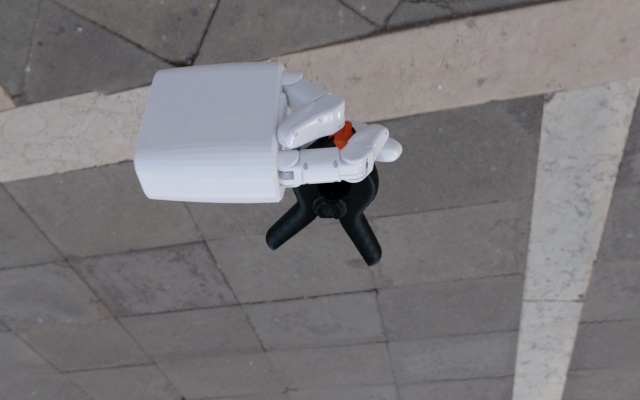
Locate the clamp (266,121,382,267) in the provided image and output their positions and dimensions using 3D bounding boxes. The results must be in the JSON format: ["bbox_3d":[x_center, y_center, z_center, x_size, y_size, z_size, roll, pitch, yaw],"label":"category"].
[{"bbox_3d":[0.000,0.002,0.449,0.120,0.172,0.039,-1,43,3],"label":"clamp"}]
